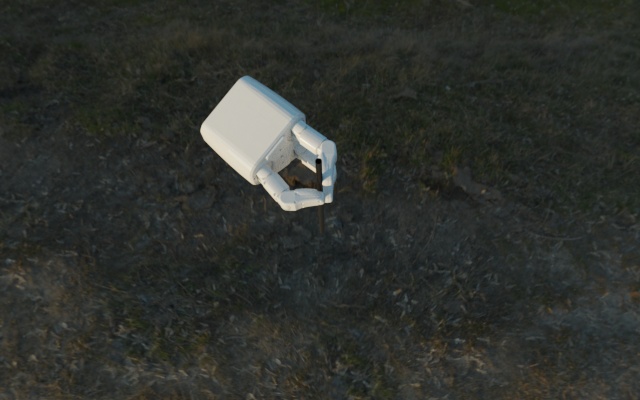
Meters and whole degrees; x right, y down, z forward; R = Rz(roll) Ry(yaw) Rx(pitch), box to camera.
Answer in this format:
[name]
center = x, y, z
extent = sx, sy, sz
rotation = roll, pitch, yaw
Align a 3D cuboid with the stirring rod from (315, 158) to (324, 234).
[stirring rod]
center = 0.000, 0.002, 0.666
extent = 0.011, 0.011, 0.240
rotation = 0, -24, 1
